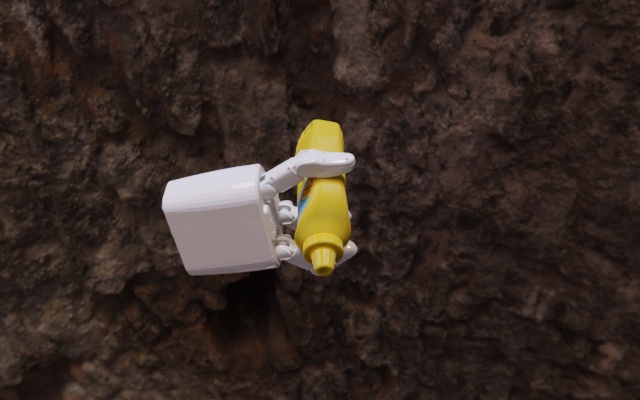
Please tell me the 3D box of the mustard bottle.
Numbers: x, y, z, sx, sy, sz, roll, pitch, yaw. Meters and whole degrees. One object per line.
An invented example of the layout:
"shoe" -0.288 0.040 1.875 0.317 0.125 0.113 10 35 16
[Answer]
"mustard bottle" 0.000 0.002 0.530 0.058 0.096 0.191 9 43 -10
